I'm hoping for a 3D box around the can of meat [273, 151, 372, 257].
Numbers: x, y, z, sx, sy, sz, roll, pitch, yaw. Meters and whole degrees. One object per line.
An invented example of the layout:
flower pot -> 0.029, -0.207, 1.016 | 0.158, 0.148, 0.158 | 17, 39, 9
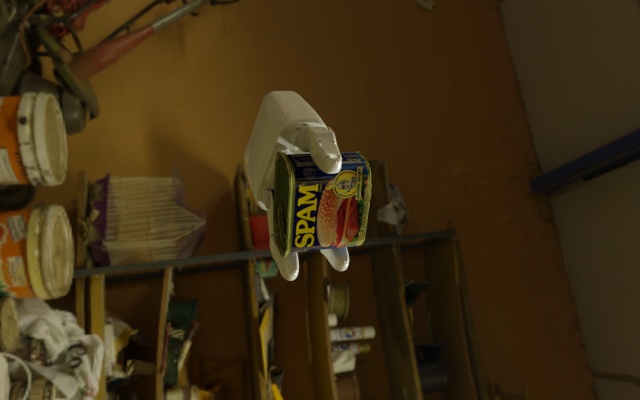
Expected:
can of meat -> 0.000, 0.001, 0.475 | 0.084, 0.102, 0.057 | -4, 28, -18
